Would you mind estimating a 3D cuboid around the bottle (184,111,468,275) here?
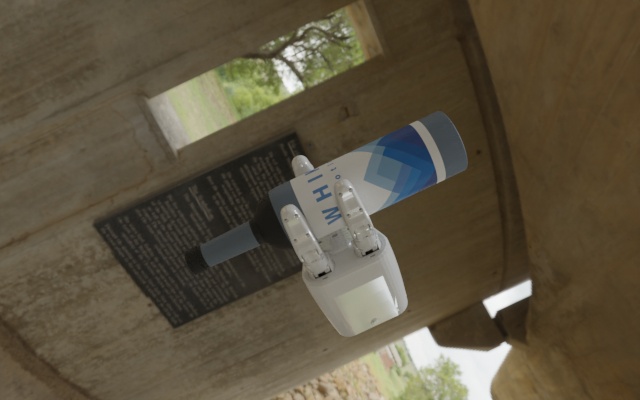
[{"bbox_3d":[0.000,0.001,0.488,0.296,0.069,0.069,-25,0,1],"label":"bottle"}]
